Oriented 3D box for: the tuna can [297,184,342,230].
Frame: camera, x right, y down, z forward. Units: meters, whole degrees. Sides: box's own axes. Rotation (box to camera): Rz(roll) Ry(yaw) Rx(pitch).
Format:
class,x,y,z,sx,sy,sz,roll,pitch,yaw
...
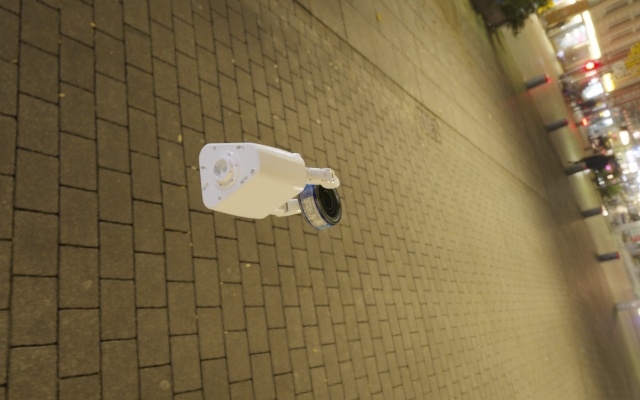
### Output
class,x,y,z,sx,sy,sz,roll,pitch,yaw
tuna can,0.001,0.002,0.764,0.034,0.086,0.086,-18,-8,26
